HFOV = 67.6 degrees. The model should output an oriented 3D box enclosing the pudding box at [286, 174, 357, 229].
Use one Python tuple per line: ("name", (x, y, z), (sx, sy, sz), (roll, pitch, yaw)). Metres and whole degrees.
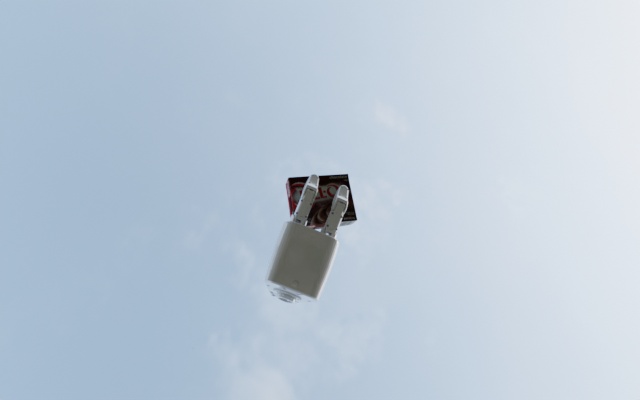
("pudding box", (0.000, 0.003, 0.836), (0.113, 0.090, 0.039), (-4, -19, -18))
